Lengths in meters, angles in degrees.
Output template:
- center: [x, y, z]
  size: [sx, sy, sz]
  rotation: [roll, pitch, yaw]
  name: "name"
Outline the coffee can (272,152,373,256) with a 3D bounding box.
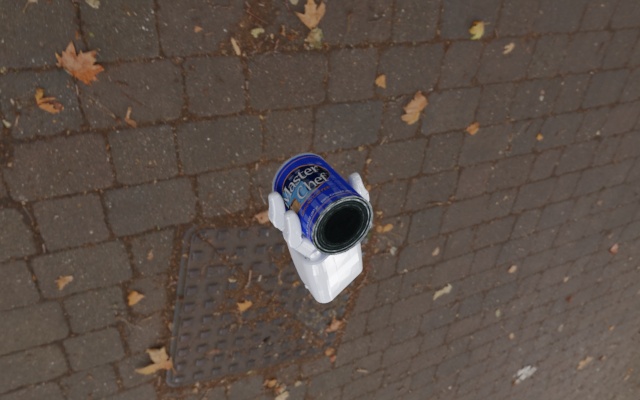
- center: [0.000, 0.002, 0.734]
  size: [0.103, 0.103, 0.140]
  rotation: [0, 31, -33]
  name: "coffee can"
